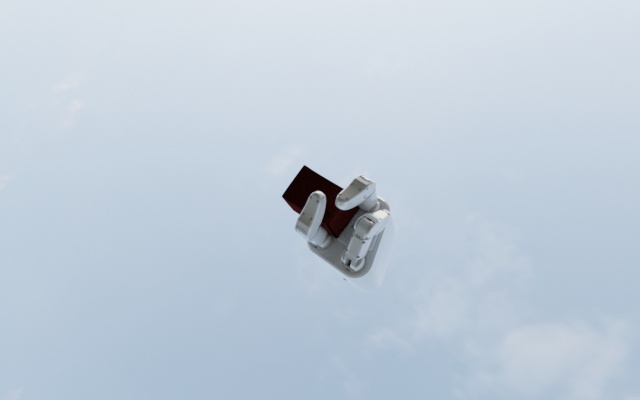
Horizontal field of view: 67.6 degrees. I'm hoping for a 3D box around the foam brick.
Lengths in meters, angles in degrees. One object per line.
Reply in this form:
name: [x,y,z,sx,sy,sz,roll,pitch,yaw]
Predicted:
foam brick: [0.000,0.002,0.611,0.078,0.053,0.051,33,-10,26]
